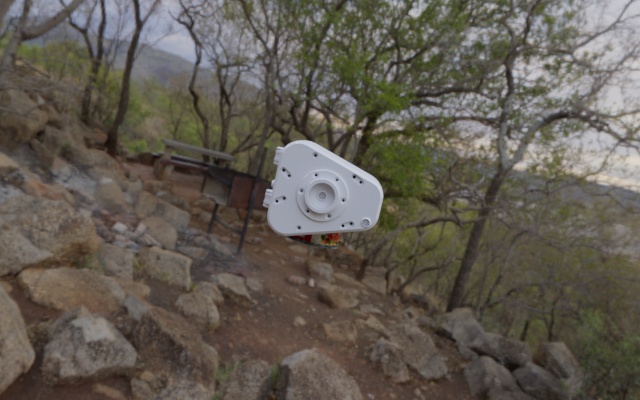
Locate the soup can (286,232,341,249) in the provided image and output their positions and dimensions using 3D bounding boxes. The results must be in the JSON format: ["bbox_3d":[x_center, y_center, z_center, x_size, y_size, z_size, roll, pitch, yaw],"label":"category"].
[{"bbox_3d":[0.000,0.002,0.596,0.068,0.102,0.068,13,4,-1],"label":"soup can"}]
